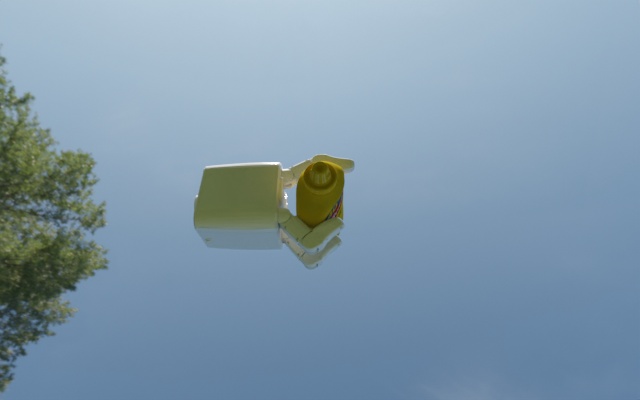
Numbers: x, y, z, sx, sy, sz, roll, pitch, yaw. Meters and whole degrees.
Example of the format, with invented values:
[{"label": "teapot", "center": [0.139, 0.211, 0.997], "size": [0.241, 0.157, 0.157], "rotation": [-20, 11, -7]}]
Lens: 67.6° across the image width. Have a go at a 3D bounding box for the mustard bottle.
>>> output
[{"label": "mustard bottle", "center": [0.000, 0.002, 0.641], "size": [0.058, 0.096, 0.192], "rotation": [21, -23, 11]}]
